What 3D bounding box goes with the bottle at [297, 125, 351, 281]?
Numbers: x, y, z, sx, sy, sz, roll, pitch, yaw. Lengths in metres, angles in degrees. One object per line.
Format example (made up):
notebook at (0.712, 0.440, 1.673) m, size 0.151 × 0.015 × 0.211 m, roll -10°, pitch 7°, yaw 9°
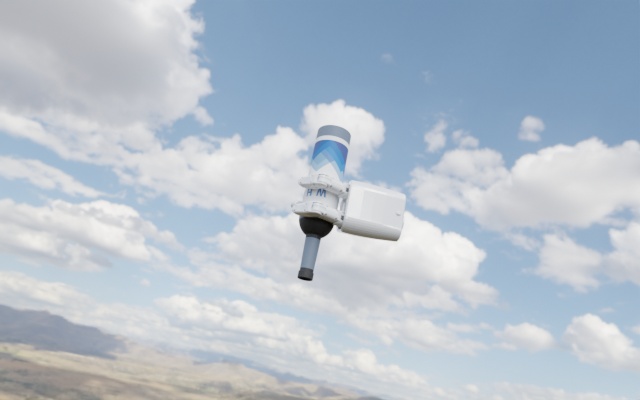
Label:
bottle at (0.000, 0.003, 0.885) m, size 0.069 × 0.295 × 0.069 m, roll 10°, pitch -21°, yaw 4°
